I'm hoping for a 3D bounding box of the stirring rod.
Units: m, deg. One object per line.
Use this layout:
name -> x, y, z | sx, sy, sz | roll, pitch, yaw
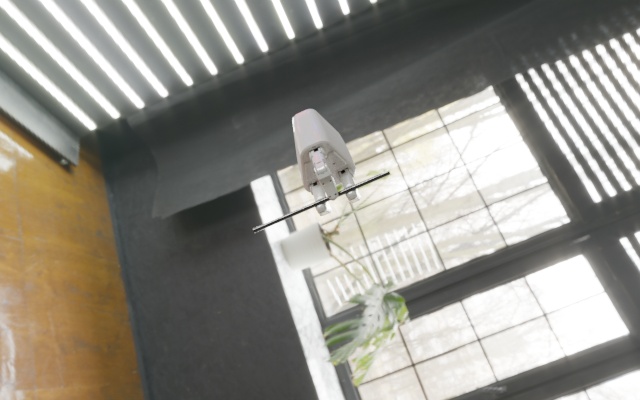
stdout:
stirring rod -> 0.000, 0.002, 0.773 | 0.239, 0.011, 0.011 | -23, -3, 6
